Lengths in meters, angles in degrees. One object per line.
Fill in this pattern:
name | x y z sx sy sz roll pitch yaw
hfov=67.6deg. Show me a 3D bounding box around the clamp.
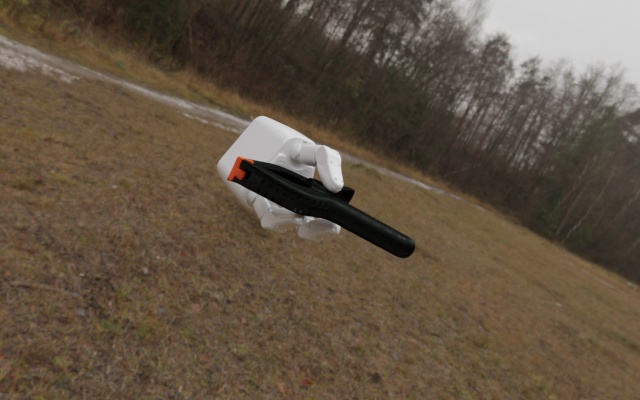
clamp | 0.000 0.001 0.532 0.210 0.036 0.164 18 14 -38
